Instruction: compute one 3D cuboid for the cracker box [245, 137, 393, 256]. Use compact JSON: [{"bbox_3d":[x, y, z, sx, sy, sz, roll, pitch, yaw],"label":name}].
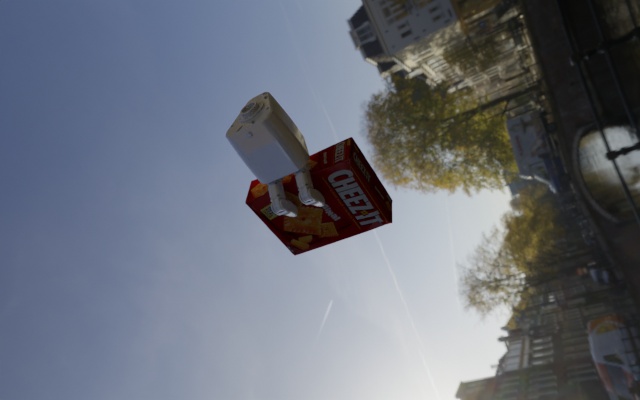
[{"bbox_3d":[0.000,0.003,0.861,0.214,0.072,0.164,-21,-53,24],"label":"cracker box"}]
